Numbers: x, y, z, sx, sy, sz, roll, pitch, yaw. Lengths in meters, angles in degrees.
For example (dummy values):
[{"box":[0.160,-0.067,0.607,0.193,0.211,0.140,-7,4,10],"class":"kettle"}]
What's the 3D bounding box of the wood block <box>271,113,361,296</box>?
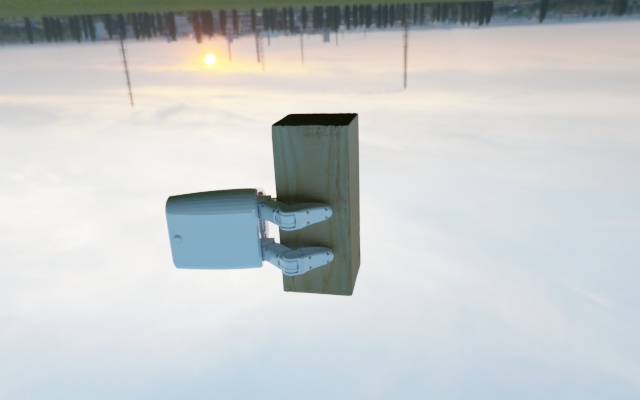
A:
[{"box":[0.000,0.002,0.587,0.090,0.206,0.090,1,20,11],"class":"wood block"}]
